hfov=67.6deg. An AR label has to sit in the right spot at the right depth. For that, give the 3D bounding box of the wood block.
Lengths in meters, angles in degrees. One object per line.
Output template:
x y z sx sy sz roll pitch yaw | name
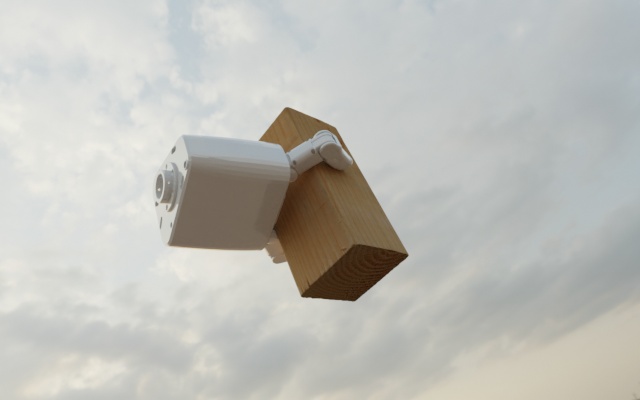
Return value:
0.000 0.001 0.546 0.090 0.206 0.091 16 -52 -43 | wood block
